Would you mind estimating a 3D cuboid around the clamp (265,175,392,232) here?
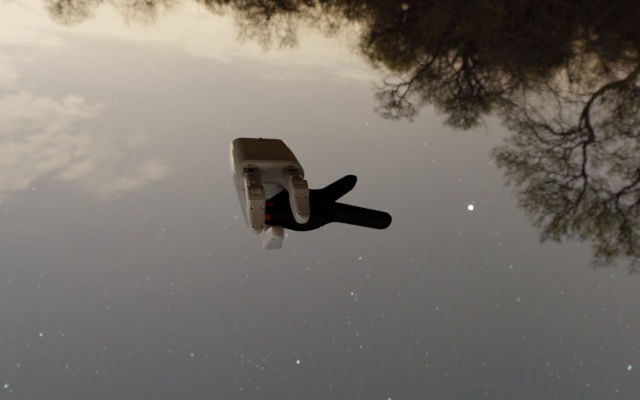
[{"bbox_3d":[0.000,0.003,0.653,0.171,0.039,0.120,0,27,-16],"label":"clamp"}]
